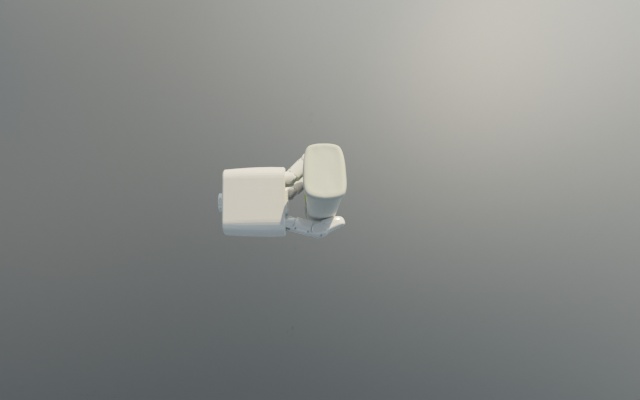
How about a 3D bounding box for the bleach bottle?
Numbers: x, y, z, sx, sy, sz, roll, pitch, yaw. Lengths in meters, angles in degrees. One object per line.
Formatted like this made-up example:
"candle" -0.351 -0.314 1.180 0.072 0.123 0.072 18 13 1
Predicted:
"bleach bottle" 0.000 0.003 0.853 0.068 0.102 0.251 0 -25 -3
